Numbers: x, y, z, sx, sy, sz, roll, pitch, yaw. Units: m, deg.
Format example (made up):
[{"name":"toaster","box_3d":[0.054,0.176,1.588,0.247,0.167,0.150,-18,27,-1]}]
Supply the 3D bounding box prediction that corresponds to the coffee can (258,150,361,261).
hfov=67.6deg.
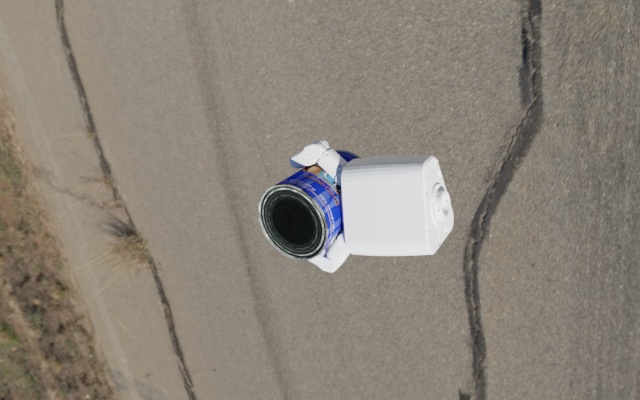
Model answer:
[{"name":"coffee can","box_3d":[0.000,0.002,0.633,0.103,0.103,0.140,0,22,34]}]
